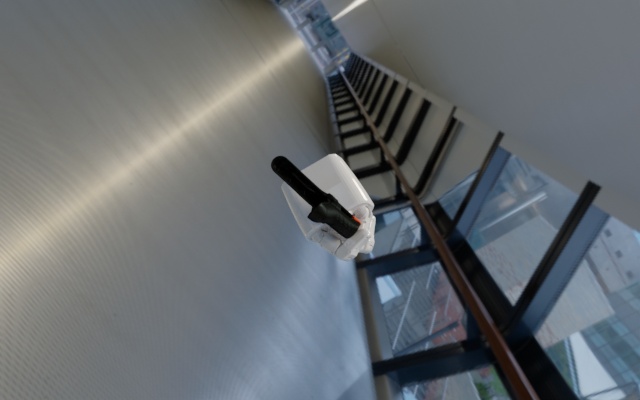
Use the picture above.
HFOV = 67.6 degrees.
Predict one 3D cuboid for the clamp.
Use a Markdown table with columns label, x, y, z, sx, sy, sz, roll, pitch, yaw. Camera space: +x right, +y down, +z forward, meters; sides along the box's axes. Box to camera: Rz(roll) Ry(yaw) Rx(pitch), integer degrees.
| label | x | y | z | sx | sy | sz | roll | pitch | yaw |
| --- | --- | --- | --- | --- | --- | --- | --- | --- | --- |
| clamp | 0.001 | 0.002 | 0.652 | 0.039 | 0.120 | 0.171 | -38 | -29 | 8 |
